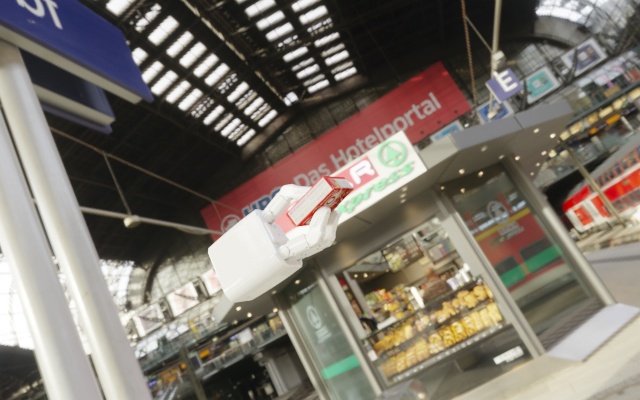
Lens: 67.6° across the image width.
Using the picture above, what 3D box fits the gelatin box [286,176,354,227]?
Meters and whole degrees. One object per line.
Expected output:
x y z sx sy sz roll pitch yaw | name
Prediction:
0.000 0.002 0.729 0.089 0.030 0.073 -46 -19 20 | gelatin box
